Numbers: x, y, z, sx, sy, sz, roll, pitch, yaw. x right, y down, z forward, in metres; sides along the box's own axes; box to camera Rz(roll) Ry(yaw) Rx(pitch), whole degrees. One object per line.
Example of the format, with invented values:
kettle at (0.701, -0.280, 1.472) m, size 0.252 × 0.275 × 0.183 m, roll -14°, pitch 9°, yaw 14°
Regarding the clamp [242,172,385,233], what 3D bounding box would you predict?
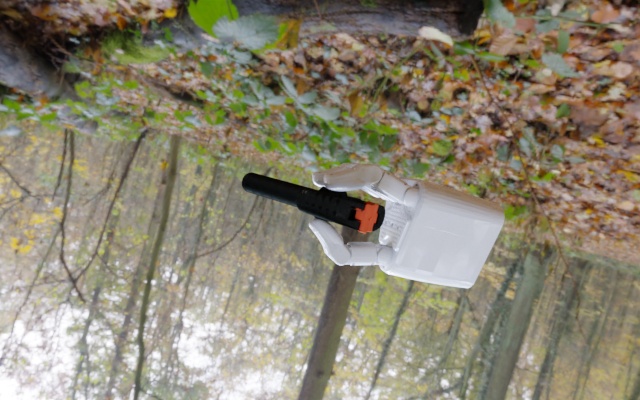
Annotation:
clamp at (0.000, 0.003, 0.522) m, size 0.164 × 0.036 × 0.210 m, roll 12°, pitch 3°, yaw -14°
